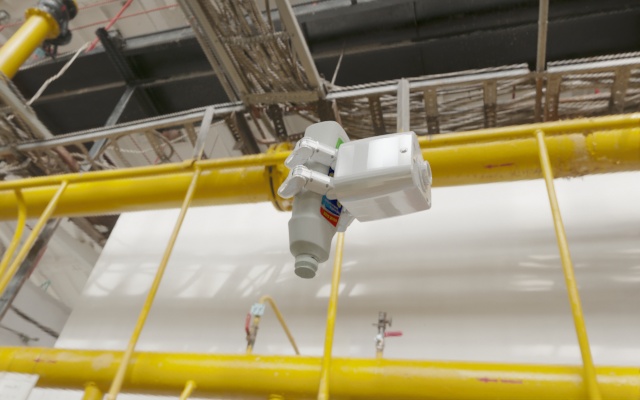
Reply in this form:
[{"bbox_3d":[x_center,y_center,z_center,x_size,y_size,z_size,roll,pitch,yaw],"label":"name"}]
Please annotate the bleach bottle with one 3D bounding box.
[{"bbox_3d":[0.000,0.002,0.692,0.068,0.250,0.103,-9,-43,22],"label":"bleach bottle"}]
